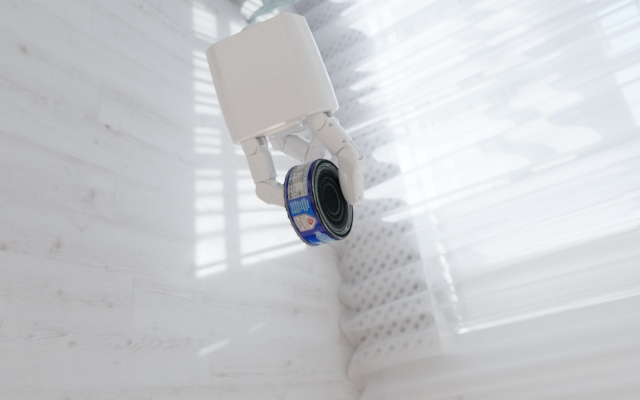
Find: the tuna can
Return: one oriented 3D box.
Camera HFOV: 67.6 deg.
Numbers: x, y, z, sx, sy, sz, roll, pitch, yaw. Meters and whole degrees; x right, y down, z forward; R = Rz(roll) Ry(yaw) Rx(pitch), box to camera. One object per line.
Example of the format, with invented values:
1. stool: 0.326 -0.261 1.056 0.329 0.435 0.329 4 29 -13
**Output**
1. tuna can: 0.001 0.002 0.483 0.034 0.086 0.086 -15 -7 28
